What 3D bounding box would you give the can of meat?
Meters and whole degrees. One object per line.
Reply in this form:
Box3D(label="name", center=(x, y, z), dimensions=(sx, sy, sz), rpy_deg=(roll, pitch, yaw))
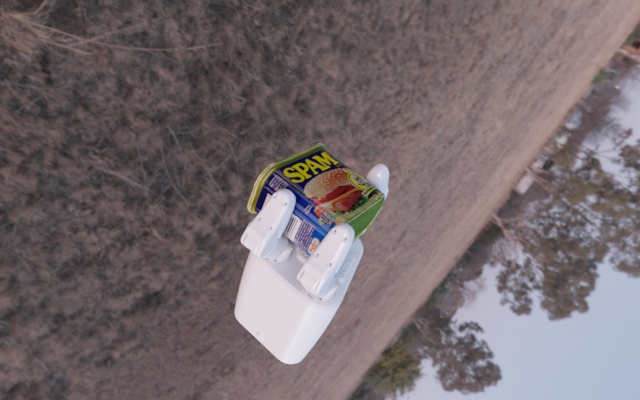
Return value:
Box3D(label="can of meat", center=(0.000, 0.002, 0.435), dimensions=(0.084, 0.057, 0.102), rpy_deg=(38, 37, 17))
